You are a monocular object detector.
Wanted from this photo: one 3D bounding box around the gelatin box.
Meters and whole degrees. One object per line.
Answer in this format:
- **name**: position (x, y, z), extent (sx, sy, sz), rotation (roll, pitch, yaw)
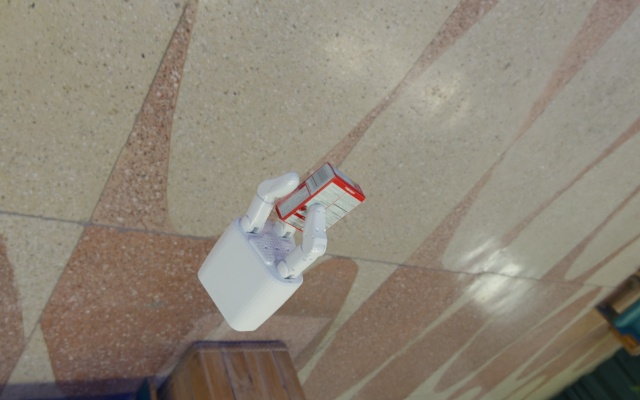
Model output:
- **gelatin box**: position (0.001, 0.002, 0.589), extent (0.089, 0.030, 0.073), rotation (-39, -39, 16)
